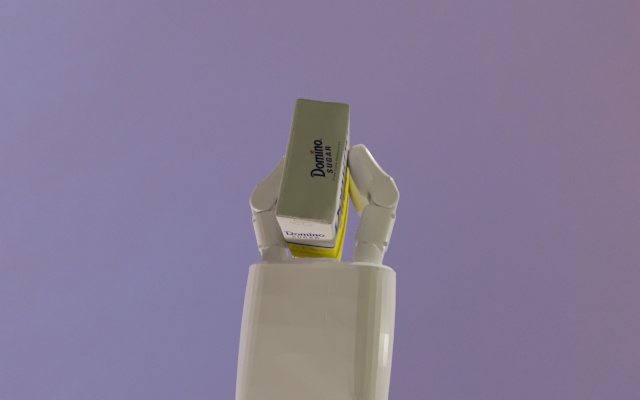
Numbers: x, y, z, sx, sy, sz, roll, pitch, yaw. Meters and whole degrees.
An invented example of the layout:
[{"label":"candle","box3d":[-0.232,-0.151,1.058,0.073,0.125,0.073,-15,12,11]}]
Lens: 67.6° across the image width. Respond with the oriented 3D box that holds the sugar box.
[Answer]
[{"label":"sugar box","box3d":[0.001,0.002,0.404,0.048,0.093,0.176,8,-19,3]}]
